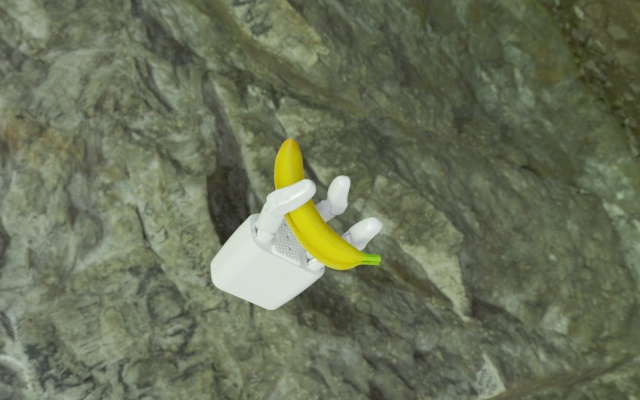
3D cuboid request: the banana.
[{"bbox_3d":[-0.012,0.009,0.562,0.069,0.197,0.037,-19,-25,-36],"label":"banana"}]
